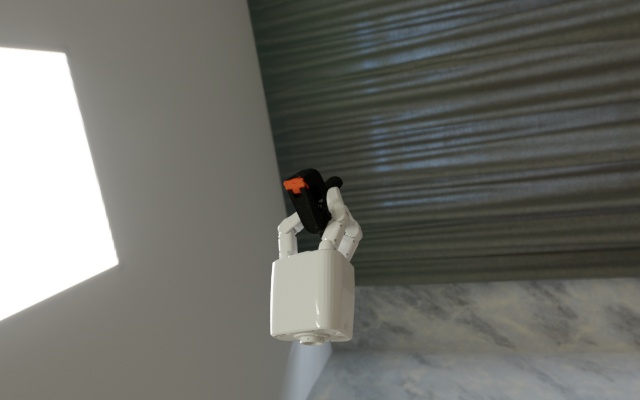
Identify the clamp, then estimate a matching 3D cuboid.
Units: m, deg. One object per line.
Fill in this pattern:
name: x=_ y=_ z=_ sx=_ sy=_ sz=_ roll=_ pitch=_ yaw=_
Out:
clamp: x=-0.001 y=0.002 z=0.715 sx=0.036 sy=0.164 sz=0.210 roll=-10 pitch=-28 yaw=17
